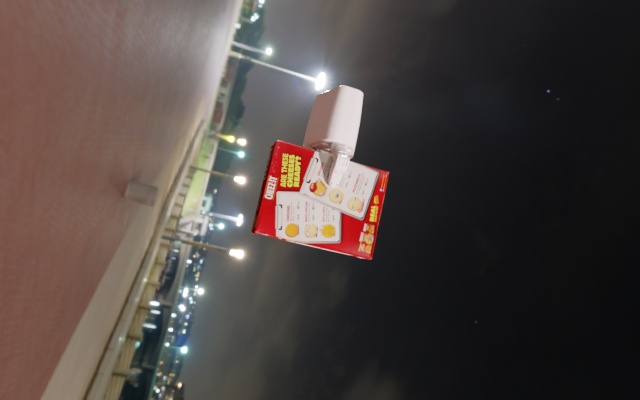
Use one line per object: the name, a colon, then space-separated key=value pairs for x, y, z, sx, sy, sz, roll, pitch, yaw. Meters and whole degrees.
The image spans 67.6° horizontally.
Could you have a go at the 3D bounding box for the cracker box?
cracker box: x=0.000 y=0.003 z=0.852 sx=0.214 sy=0.164 sz=0.072 roll=14 pitch=-9 yaw=-14
